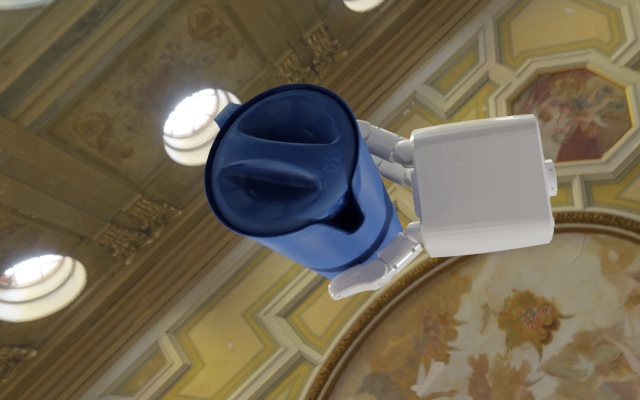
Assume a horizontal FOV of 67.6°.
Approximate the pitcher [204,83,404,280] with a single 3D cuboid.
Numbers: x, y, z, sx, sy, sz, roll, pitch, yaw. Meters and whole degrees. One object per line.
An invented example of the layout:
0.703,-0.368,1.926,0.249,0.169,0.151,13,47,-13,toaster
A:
0.000,0.002,0.471,0.145,0.149,0.243,-9,-25,18,pitcher
